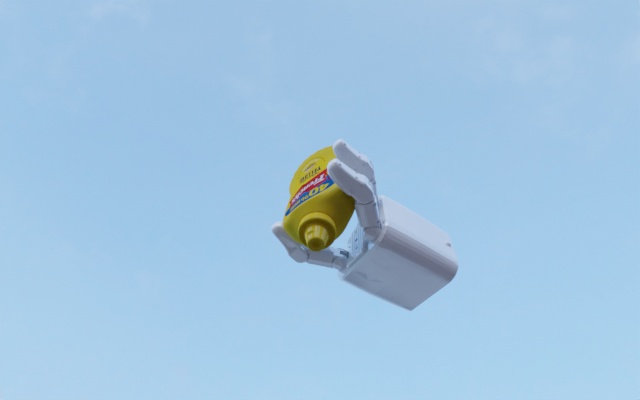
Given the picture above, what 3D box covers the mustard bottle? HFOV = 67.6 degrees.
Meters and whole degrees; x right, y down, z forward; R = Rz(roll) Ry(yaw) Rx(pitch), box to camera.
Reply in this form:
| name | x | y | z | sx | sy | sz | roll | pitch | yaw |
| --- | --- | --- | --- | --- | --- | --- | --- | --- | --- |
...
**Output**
| name | x | y | z | sx | sy | sz | roll | pitch | yaw |
| --- | --- | --- | --- | --- | --- | --- | --- | --- | --- |
| mustard bottle | 0.000 | 0.002 | 0.569 | 0.096 | 0.058 | 0.191 | -32 | 22 | 18 |
